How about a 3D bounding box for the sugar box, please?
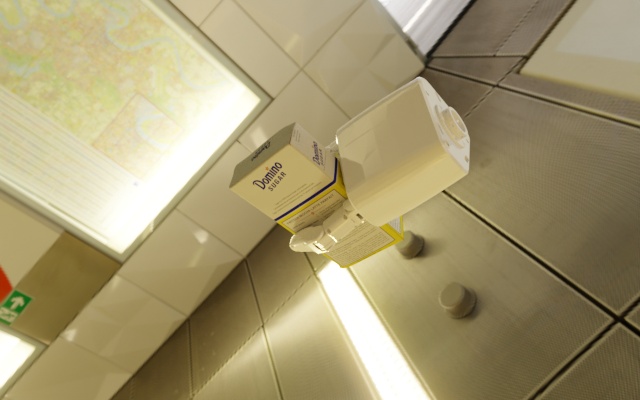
[{"bbox_3d":[0.000,0.001,0.517,0.093,0.048,0.176,-32,-58,31],"label":"sugar box"}]
